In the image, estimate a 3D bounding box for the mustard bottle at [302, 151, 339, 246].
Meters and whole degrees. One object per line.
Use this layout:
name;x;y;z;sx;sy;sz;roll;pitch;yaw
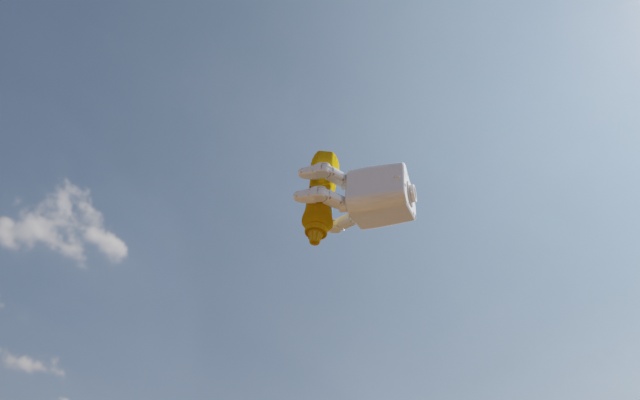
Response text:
mustard bottle;0.000;0.003;0.897;0.058;0.191;0.096;6;-41;2
